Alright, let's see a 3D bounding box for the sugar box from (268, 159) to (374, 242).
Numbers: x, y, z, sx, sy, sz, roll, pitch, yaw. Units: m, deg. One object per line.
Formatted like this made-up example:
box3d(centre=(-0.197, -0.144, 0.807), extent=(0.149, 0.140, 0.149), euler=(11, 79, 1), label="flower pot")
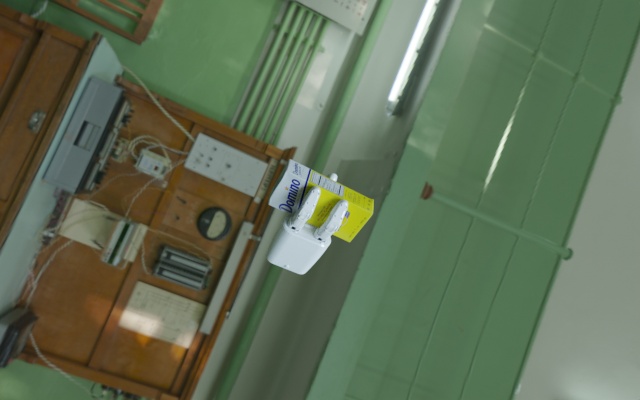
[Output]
box3d(centre=(0.000, 0.003, 0.879), extent=(0.176, 0.048, 0.093), euler=(23, -50, -12), label="sugar box")
